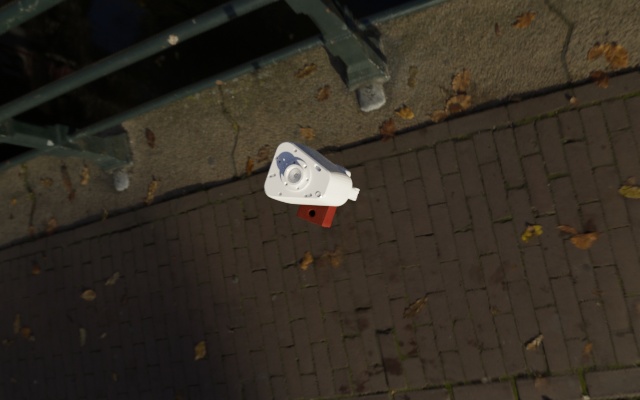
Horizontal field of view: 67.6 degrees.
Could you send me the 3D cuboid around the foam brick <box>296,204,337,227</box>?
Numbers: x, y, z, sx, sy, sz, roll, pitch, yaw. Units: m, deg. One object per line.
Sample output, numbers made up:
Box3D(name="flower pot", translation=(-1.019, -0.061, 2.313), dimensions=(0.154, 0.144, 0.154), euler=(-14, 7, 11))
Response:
Box3D(name="foam brick", translation=(0.000, 0.003, 0.850), dimensions=(0.053, 0.078, 0.051), euler=(21, 4, 19))
